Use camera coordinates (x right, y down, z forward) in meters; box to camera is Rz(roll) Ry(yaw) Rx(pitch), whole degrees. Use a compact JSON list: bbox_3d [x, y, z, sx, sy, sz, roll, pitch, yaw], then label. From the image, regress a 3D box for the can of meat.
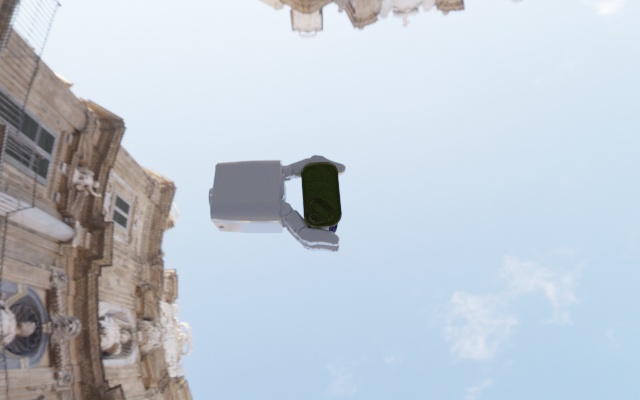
[{"bbox_3d":[0.000,0.002,0.750,0.057,0.102,0.084,-4,-18,-3],"label":"can of meat"}]
